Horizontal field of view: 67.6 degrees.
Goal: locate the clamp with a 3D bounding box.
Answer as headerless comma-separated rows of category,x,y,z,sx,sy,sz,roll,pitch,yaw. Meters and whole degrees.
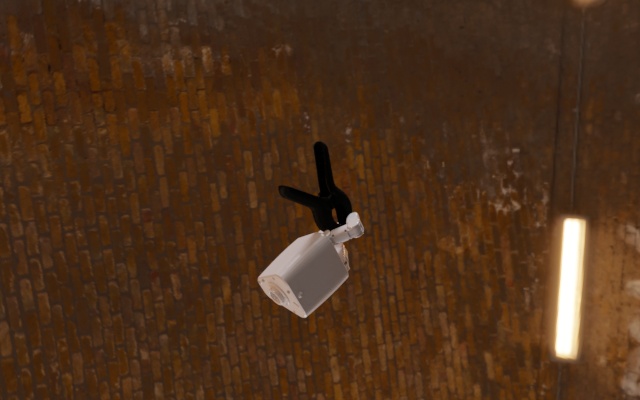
clamp,0.000,0.003,0.788,0.120,0.171,0.039,-41,26,-28
